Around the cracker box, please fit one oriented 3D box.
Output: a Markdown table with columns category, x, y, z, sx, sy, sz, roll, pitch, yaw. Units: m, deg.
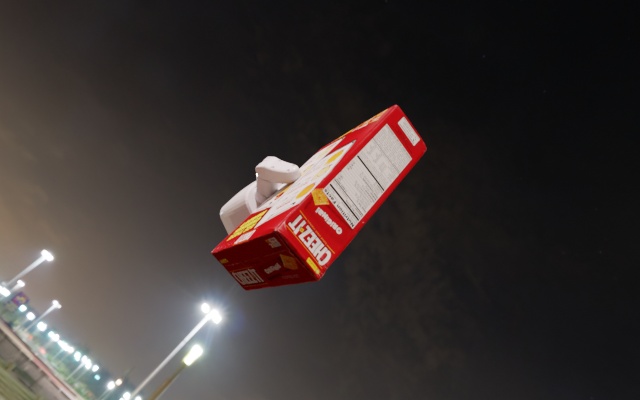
| category | x | y | z | sx | sy | sz | roll | pitch | yaw |
| --- | --- | --- | --- | --- | --- | --- | --- | --- | --- |
| cracker box | 0.000 | 0.002 | 0.535 | 0.213 | 0.072 | 0.164 | -47 | 14 | -32 |
